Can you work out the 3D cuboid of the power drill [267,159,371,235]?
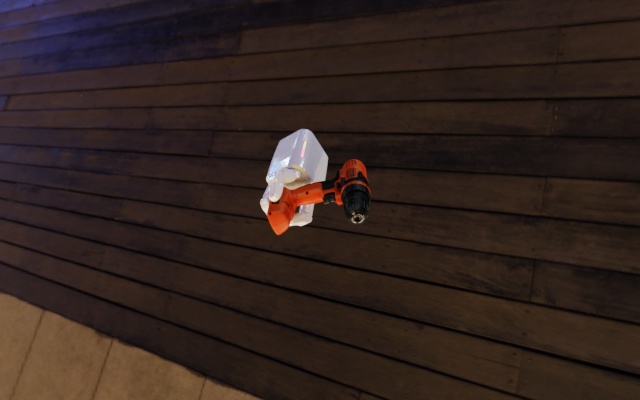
[{"bbox_3d":[0.000,0.003,0.870,0.187,0.057,0.184,-16,28,11],"label":"power drill"}]
